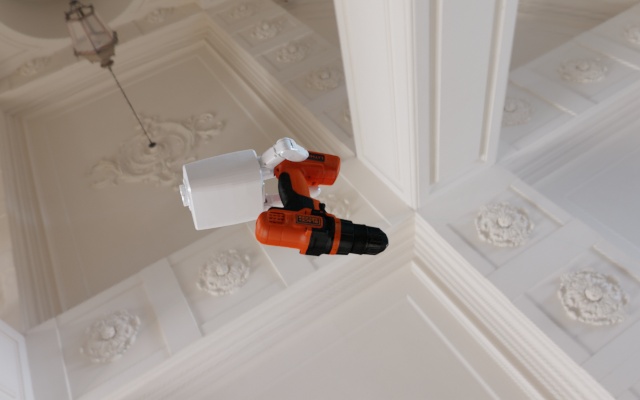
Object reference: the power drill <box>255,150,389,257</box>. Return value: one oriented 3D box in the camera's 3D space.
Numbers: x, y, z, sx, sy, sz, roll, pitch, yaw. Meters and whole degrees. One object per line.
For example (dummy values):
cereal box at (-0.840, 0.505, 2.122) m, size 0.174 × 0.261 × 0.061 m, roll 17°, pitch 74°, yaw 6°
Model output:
power drill at (0.000, 0.002, 0.700) m, size 0.184 × 0.057 × 0.187 m, roll 9°, pitch 38°, yaw -12°
